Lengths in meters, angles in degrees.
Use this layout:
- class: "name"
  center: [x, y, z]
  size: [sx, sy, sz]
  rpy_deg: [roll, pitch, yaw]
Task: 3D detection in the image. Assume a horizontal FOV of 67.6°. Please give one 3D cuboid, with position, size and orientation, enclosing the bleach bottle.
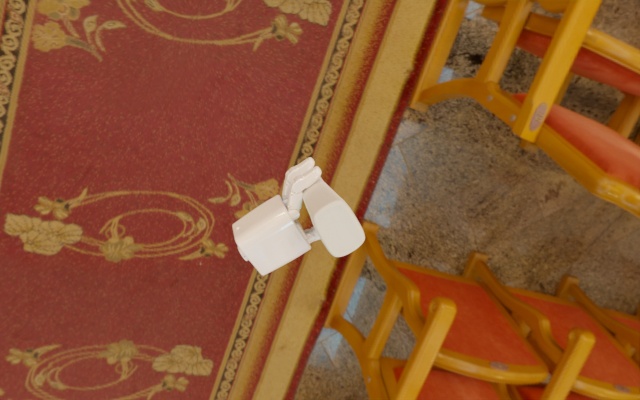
- class: "bleach bottle"
  center: [0.000, 0.003, 0.876]
  size: [0.068, 0.103, 0.250]
  rpy_deg: [-31, 25, -2]
